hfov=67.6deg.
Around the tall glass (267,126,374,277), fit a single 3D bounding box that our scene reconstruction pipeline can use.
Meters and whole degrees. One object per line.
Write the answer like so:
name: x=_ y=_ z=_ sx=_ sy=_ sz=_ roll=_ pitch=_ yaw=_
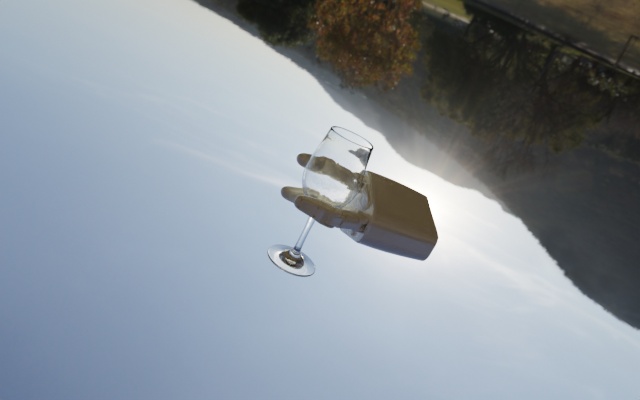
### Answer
tall glass: x=0.000 y=0.003 z=0.649 sx=0.079 sy=0.201 sz=0.079 roll=23 pitch=20 yaw=-9
